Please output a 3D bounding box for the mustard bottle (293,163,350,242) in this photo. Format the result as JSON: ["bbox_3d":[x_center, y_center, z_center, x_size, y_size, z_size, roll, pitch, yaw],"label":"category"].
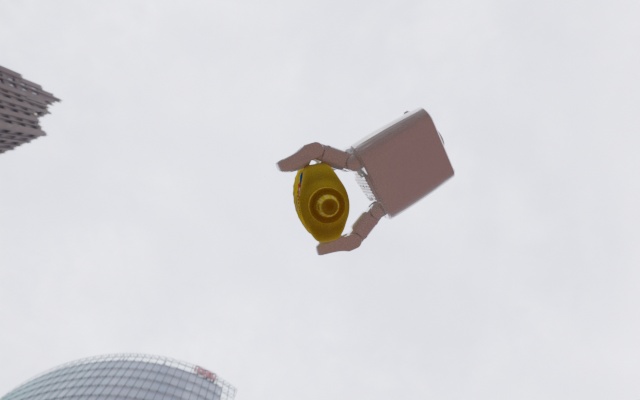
[{"bbox_3d":[0.000,0.002,0.597,0.058,0.096,0.191,-7,4,-6],"label":"mustard bottle"}]
